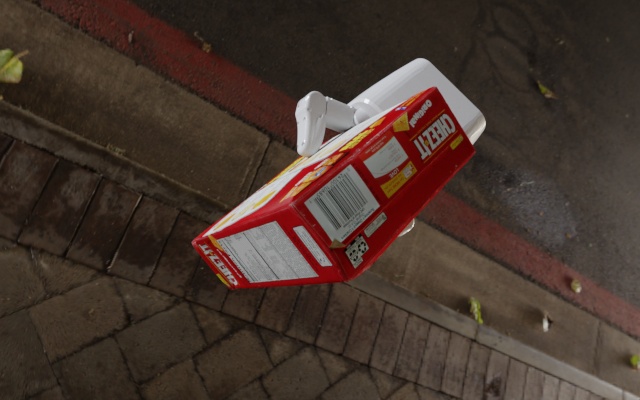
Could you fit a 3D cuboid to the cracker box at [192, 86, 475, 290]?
[{"bbox_3d":[0.000,0.001,0.414,0.164,0.072,0.214,-41,11,-31],"label":"cracker box"}]
